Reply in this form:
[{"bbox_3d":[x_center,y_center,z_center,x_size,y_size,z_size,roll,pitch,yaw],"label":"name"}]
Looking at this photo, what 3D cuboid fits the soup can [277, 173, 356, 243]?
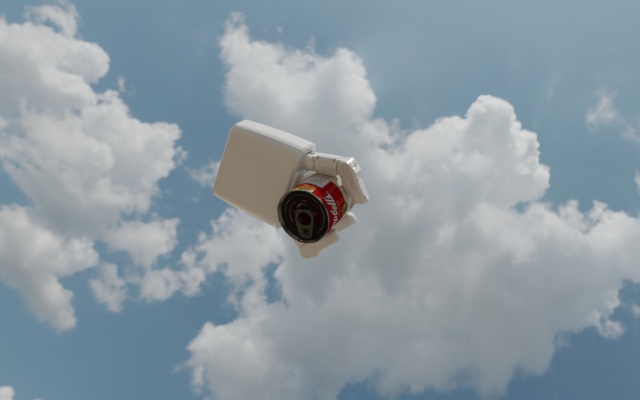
[{"bbox_3d":[0.001,0.002,0.599,0.068,0.068,0.102,0,21,27],"label":"soup can"}]
